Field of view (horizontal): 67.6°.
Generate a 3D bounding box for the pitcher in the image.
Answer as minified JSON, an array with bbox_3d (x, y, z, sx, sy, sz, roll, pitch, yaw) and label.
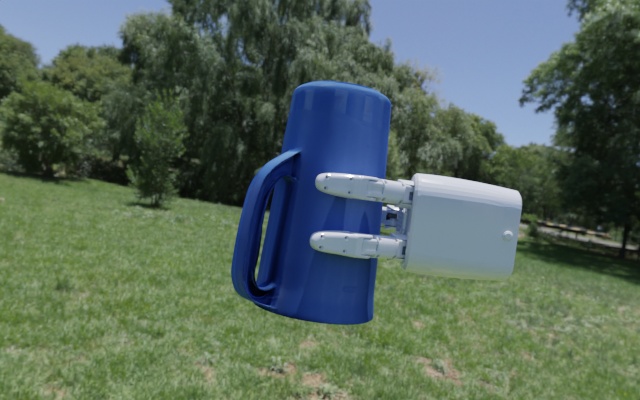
[{"bbox_3d":[0.000,0.002,0.509,0.145,0.243,0.149,8,0,3],"label":"pitcher"}]
